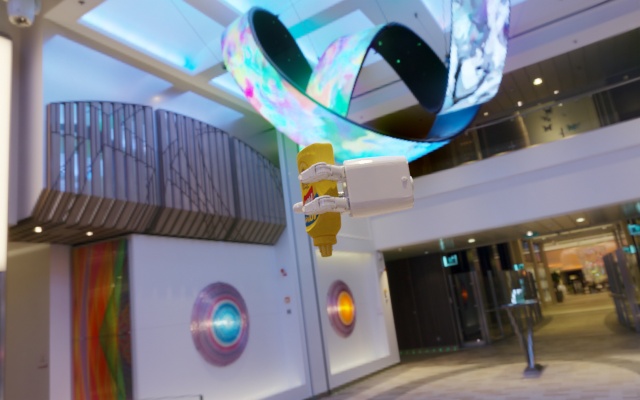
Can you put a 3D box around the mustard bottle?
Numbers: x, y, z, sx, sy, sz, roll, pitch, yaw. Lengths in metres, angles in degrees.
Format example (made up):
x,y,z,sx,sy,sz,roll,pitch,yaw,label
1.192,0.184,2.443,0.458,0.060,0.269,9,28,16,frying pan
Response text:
x,y,z,sx,sy,sz,roll,pitch,yaw,label
0.000,0.002,0.831,0.058,0.191,0.096,-1,-15,-25,mustard bottle
